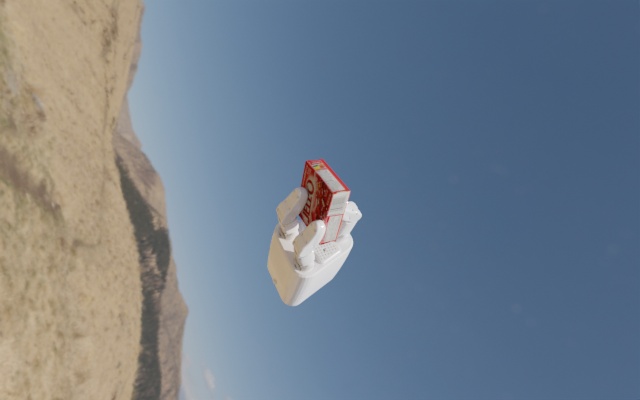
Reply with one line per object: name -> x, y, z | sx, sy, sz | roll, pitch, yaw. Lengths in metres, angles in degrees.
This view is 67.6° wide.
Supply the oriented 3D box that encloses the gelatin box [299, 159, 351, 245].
gelatin box -> 0.001, 0.002, 0.629 | 0.030, 0.089, 0.073 | -10, 44, -29
